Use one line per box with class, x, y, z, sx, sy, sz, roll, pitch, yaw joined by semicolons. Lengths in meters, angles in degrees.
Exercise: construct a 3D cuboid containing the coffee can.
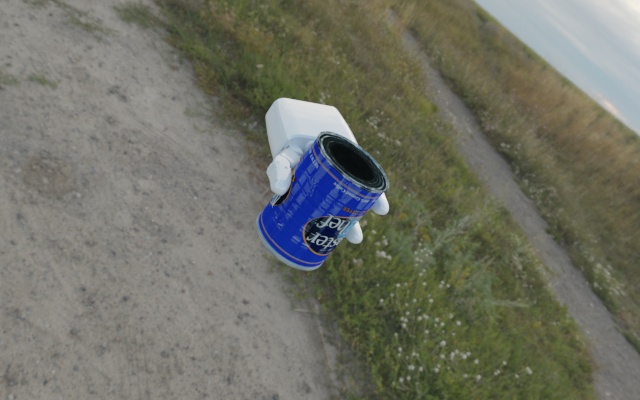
coffee can;0.000;0.002;0.582;0.103;0.102;0.140;0;-44;-51
